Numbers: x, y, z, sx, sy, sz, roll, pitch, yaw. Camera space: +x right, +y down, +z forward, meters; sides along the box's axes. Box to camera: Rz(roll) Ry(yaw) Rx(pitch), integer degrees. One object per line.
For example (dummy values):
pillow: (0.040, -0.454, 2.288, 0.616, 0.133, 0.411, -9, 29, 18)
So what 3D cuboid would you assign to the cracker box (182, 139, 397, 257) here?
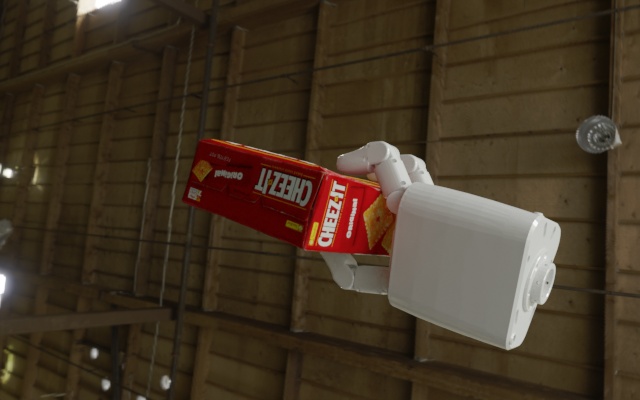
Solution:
cracker box: (0.000, 0.002, 0.486, 0.164, 0.072, 0.214, 16, 2, 38)
